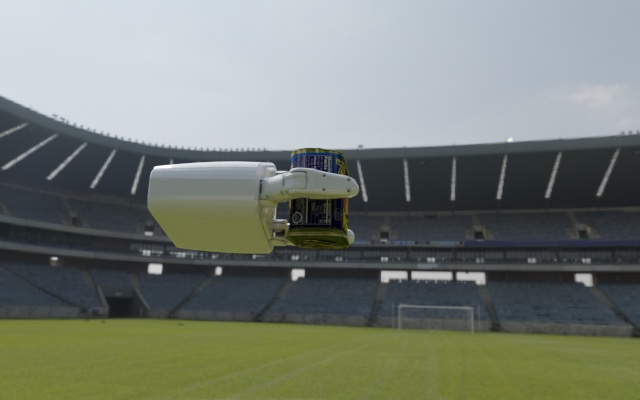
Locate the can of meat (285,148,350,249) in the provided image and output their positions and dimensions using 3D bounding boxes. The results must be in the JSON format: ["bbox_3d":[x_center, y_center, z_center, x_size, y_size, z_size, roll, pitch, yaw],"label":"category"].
[{"bbox_3d":[0.000,0.001,0.480,0.057,0.084,0.102,0,-13,6],"label":"can of meat"}]
